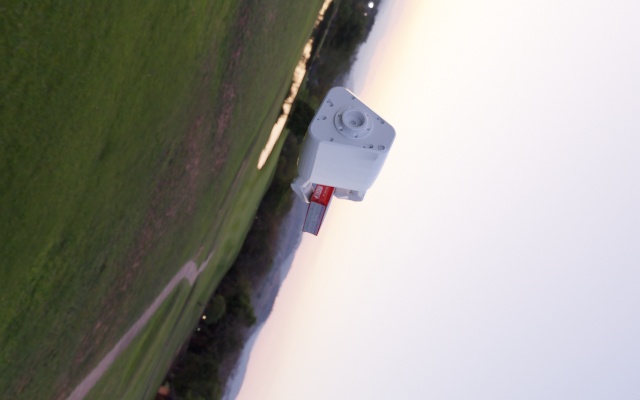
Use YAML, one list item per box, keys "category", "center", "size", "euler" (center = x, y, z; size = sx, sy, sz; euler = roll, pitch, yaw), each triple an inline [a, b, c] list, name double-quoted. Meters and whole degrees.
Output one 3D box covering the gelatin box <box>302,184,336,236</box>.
- category: "gelatin box"
  center: [0.000, 0.003, 0.765]
  size: [0.030, 0.073, 0.089]
  euler: [20, -39, 4]
